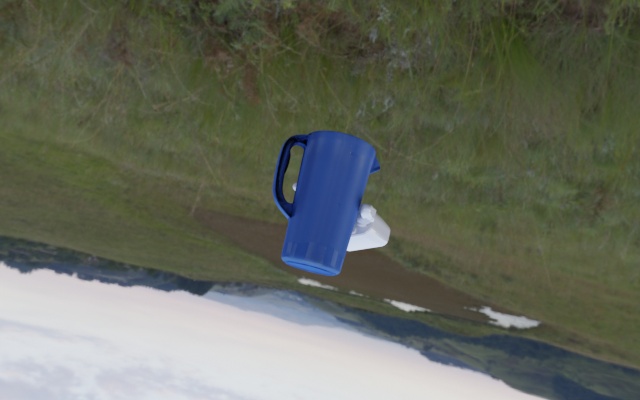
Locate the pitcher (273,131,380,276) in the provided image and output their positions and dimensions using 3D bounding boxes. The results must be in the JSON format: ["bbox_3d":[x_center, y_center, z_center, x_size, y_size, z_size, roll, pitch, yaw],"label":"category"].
[{"bbox_3d":[0.000,0.003,0.860,0.149,0.242,0.145,7,-16,30],"label":"pitcher"}]
